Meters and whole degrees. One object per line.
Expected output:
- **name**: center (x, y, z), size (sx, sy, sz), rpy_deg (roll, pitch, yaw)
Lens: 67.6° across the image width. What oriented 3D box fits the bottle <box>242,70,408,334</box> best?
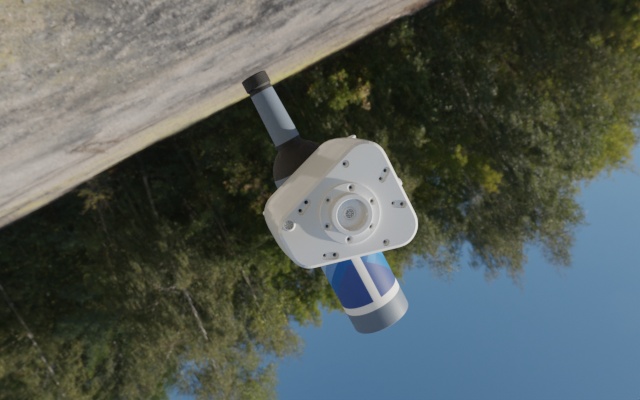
- **bottle**: center (0.000, 0.002, 0.511), size (0.069, 0.296, 0.069), rpy_deg (-27, 10, 5)
